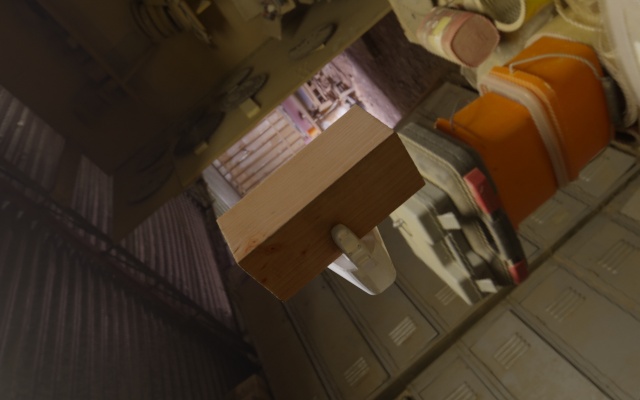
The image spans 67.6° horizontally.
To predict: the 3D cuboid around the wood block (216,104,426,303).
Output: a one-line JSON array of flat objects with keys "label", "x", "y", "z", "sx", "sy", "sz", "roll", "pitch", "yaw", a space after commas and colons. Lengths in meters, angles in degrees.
[{"label": "wood block", "x": 0.000, "y": 0.002, "z": 0.534, "sx": 0.090, "sy": 0.206, "sz": 0.090, "roll": 50, "pitch": -1, "yaw": -40}]
